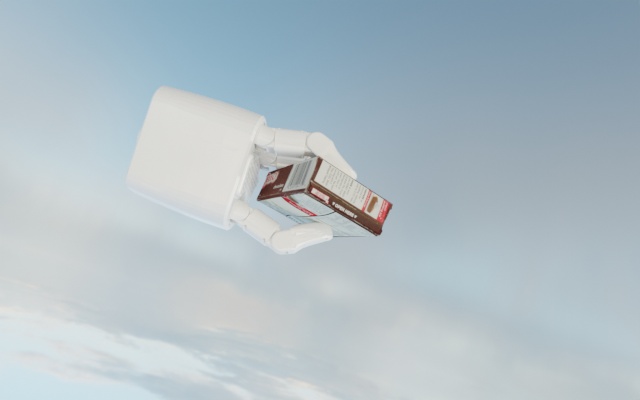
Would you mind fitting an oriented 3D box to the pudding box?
[{"bbox_3d":[0.000,0.002,0.467,0.090,0.039,0.113,30,-16,-24],"label":"pudding box"}]
